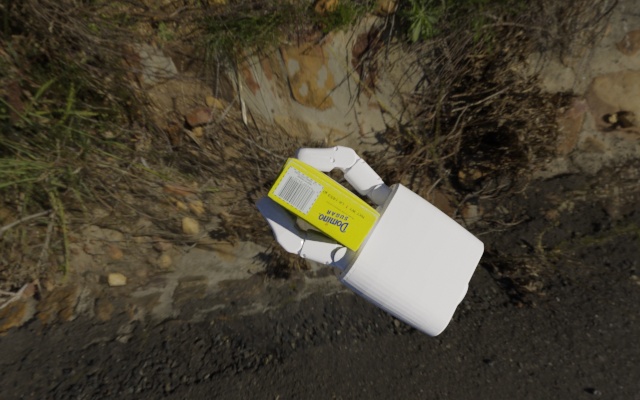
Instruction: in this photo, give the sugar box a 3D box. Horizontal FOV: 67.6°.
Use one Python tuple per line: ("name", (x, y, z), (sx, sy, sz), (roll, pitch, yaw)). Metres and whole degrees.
("sugar box", (0.000, 0.002, 0.488), (0.093, 0.048, 0.176), (34, -2, -1))
